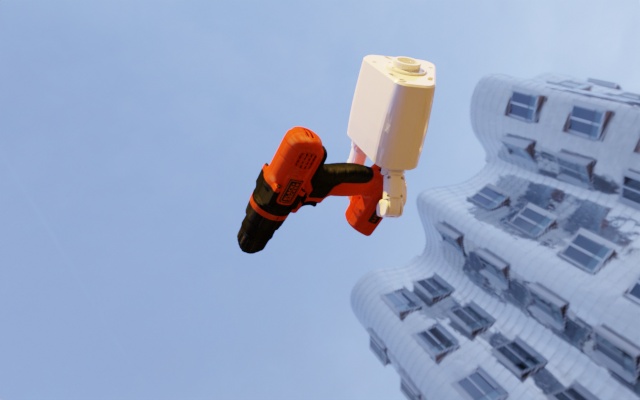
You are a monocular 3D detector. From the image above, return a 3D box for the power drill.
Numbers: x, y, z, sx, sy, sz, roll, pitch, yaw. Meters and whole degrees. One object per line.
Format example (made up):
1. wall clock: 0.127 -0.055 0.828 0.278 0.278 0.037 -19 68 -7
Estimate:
1. power drill: 0.001 0.002 0.614 0.187 0.184 0.057 7 38 -37
